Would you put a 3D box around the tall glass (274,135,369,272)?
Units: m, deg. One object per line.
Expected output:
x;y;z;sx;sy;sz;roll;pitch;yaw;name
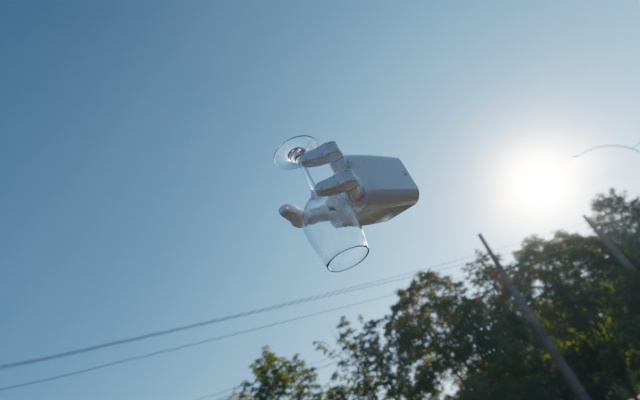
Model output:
0.000;0.002;0.686;0.079;0.201;0.079;-18;-32;-12;tall glass
